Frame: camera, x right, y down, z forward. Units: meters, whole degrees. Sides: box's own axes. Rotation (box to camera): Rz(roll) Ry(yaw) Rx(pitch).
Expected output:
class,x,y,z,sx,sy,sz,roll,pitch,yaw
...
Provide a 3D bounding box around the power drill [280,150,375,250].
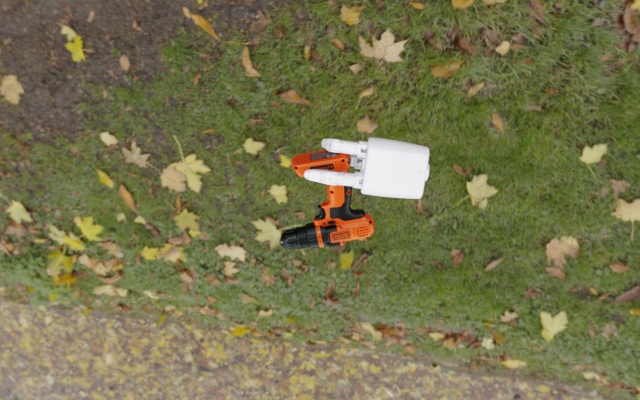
class,x,y,z,sx,sy,sz,roll,pitch,yaw
power drill,0.000,0.003,0.894,0.184,0.188,0.057,-11,28,1
